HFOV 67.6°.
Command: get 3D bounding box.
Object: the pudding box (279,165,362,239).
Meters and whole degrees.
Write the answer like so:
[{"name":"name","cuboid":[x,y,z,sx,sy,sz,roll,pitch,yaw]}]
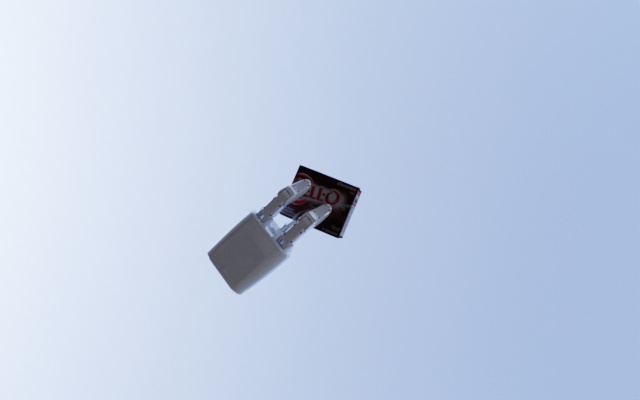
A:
[{"name":"pudding box","cuboid":[0.000,0.003,0.791,0.113,0.090,0.039,22,-2,14]}]
